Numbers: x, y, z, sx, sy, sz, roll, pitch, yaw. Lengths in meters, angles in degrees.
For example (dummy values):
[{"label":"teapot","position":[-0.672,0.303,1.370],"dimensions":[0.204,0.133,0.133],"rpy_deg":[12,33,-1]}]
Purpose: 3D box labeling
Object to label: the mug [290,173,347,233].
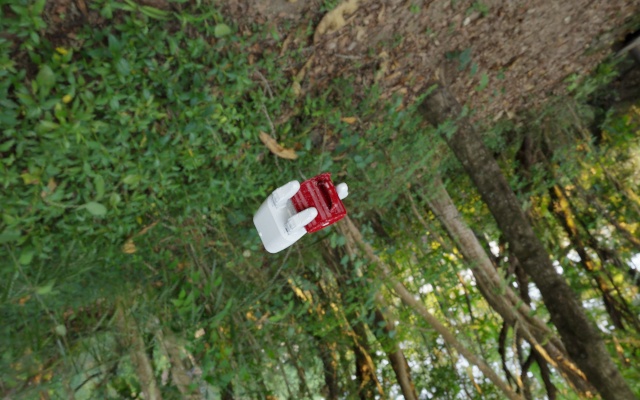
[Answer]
[{"label":"mug","position":[0.001,0.002,0.852],"dimensions":[0.093,0.081,0.117],"rpy_deg":[-21,-9,-30]}]
